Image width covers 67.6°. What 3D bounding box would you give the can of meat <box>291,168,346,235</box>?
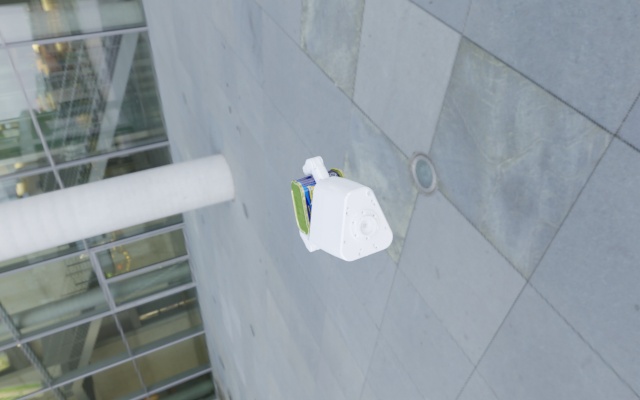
[{"bbox_3d":[0.000,0.003,0.833,0.084,0.102,0.057,-16,18,-22],"label":"can of meat"}]
